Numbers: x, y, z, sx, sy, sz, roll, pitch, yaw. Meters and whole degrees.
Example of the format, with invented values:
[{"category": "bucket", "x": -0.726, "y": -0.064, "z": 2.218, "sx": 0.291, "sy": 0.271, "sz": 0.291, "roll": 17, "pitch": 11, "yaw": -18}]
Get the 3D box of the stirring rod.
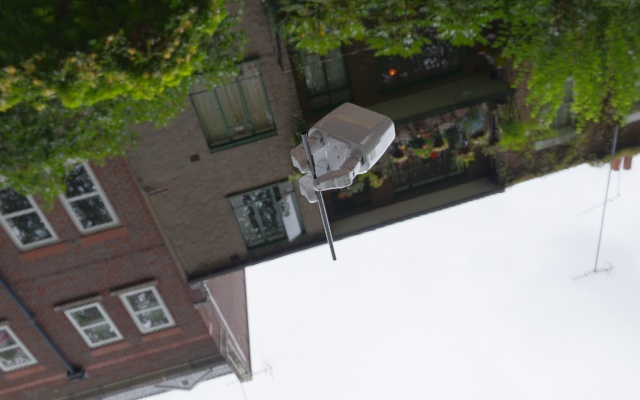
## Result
[{"category": "stirring rod", "x": 0.000, "y": 0.002, "z": 0.747, "sx": 0.011, "sy": 0.240, "sz": 0.011, "roll": -10, "pitch": 33, "yaw": 6}]
